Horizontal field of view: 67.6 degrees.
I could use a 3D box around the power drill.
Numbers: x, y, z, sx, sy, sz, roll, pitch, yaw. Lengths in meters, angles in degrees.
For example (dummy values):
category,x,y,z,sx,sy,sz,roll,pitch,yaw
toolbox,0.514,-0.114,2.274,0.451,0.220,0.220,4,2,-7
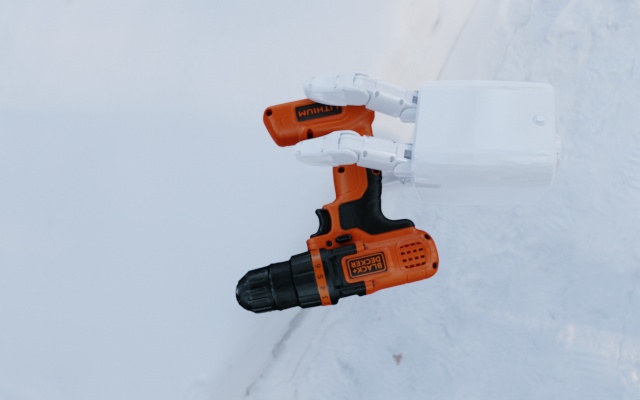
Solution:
category,x,y,z,sx,sy,sz,roll,pitch,yaw
power drill,0.000,0.001,0.443,0.184,0.187,0.057,-12,-10,-2
